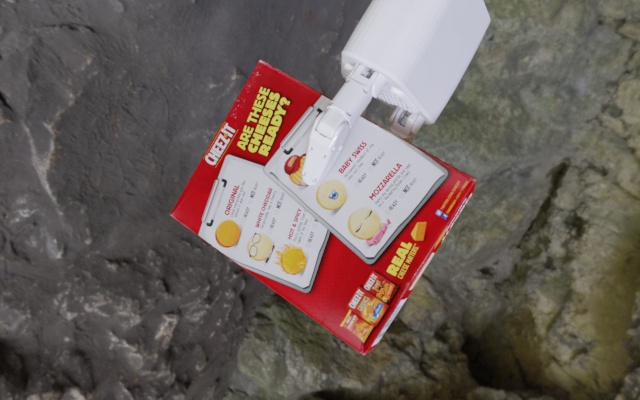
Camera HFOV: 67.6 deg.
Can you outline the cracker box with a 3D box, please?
[{"bbox_3d":[0.000,0.001,0.424,0.213,0.164,0.072,32,3,17],"label":"cracker box"}]
